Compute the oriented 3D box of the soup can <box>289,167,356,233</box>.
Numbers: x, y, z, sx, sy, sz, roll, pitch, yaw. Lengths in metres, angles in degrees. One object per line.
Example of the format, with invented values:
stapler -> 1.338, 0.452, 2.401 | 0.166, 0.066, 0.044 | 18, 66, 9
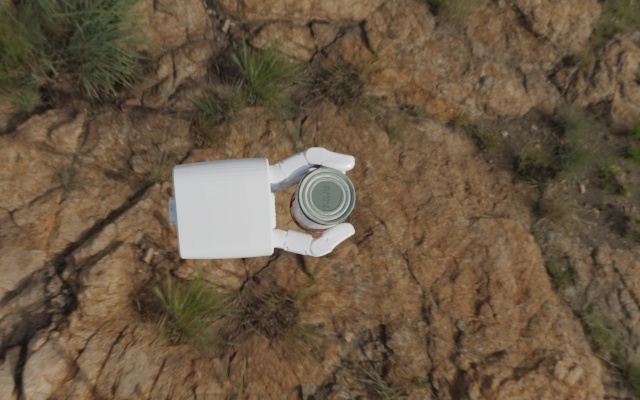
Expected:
soup can -> 0.001, 0.002, 0.579 | 0.068, 0.068, 0.102 | 0, -8, -8
